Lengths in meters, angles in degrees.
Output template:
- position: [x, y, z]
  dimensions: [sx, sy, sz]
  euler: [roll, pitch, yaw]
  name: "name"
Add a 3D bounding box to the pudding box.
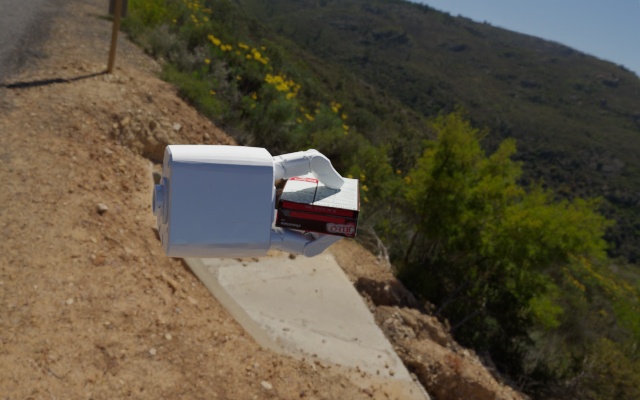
- position: [0.000, 0.002, 0.564]
  dimensions: [0.090, 0.039, 0.113]
  euler: [9, 22, 1]
  name: "pudding box"
